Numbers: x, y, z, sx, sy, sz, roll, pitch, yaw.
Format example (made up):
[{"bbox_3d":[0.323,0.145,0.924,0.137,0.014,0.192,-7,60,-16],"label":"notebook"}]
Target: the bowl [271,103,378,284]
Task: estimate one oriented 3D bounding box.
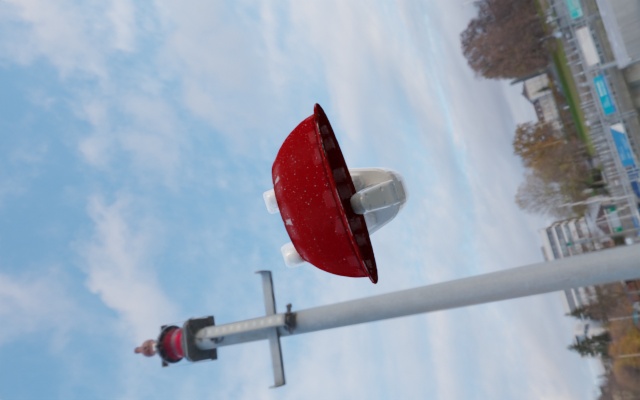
[{"bbox_3d":[-0.001,0.001,0.414,0.055,0.162,0.162,-18,-3,8],"label":"bowl"}]
